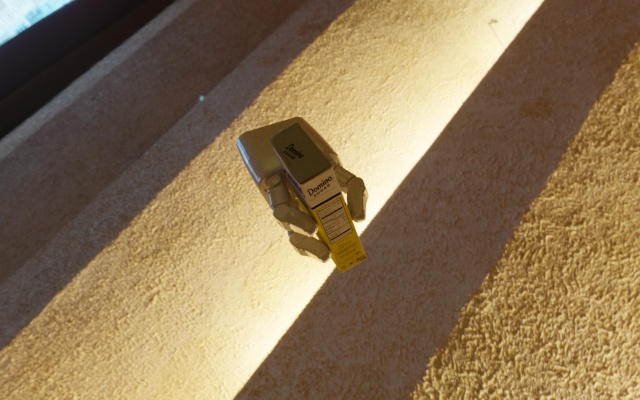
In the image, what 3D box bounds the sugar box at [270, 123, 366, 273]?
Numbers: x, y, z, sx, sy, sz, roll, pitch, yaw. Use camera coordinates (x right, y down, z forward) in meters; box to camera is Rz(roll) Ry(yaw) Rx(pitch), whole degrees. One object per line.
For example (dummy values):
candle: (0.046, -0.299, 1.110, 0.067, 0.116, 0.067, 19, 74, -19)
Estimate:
sugar box: (0.000, 0.002, 0.572, 0.048, 0.176, 0.093, -32, 47, -4)
